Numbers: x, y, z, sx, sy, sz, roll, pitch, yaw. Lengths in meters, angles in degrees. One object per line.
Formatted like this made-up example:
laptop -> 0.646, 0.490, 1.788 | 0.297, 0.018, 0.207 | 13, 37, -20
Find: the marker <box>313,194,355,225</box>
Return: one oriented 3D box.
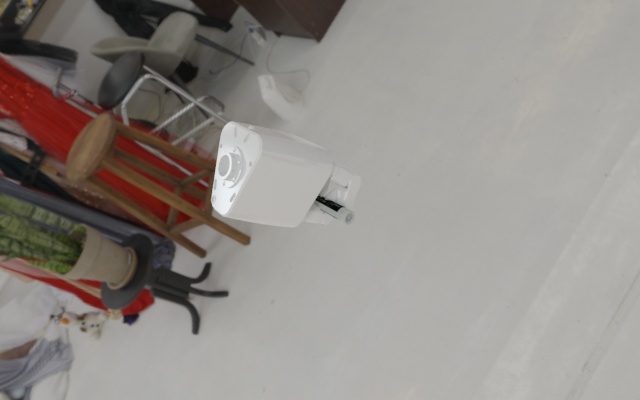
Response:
marker -> 0.000, 0.002, 0.640 | 0.020, 0.020, 0.121 | 0, 20, -40
